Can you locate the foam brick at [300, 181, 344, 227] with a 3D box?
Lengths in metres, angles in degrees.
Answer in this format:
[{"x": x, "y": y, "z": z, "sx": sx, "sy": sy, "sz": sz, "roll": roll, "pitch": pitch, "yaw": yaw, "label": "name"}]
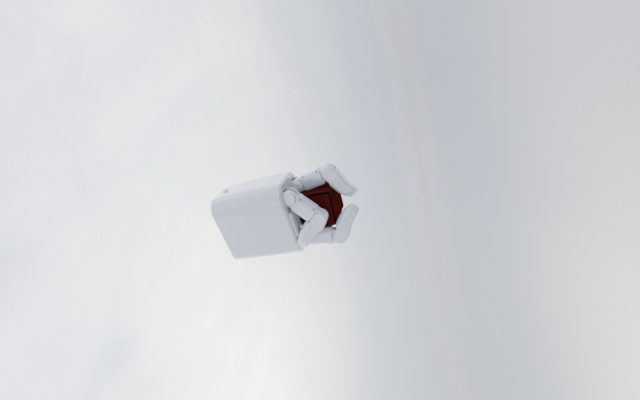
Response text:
[{"x": 0.000, "y": 0.002, "z": 0.705, "sx": 0.051, "sy": 0.053, "sz": 0.078, "roll": -11, "pitch": 17, "yaw": 13, "label": "foam brick"}]
